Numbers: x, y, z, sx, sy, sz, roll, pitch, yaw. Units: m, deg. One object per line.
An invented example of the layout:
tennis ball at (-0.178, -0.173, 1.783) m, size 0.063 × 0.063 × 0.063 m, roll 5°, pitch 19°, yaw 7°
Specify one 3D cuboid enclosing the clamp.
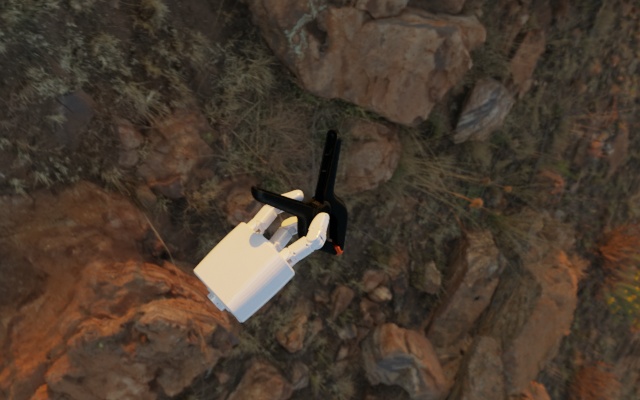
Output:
clamp at (0.001, 0.003, 0.753) m, size 0.164 × 0.210 × 0.036 m, roll -43°, pitch 41°, yaw -14°
